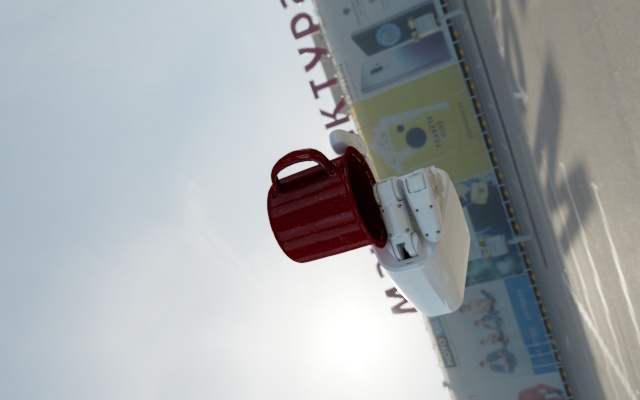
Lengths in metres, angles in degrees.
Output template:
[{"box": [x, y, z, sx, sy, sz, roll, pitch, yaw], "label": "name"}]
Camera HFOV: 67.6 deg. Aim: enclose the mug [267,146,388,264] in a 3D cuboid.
[{"box": [-0.001, 0.001, 0.419, 0.081, 0.093, 0.117, -19, -45, 20], "label": "mug"}]
